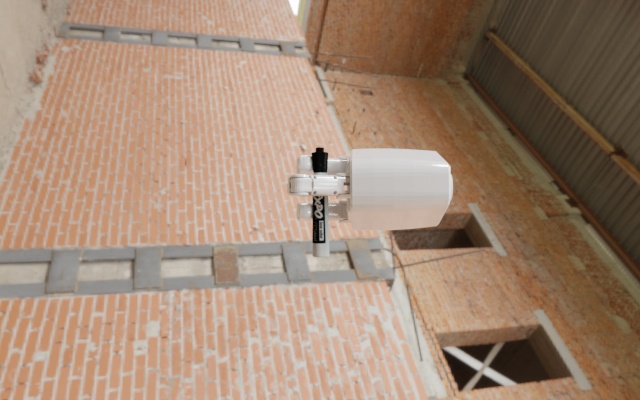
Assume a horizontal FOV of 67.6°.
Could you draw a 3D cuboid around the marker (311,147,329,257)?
[{"bbox_3d":[0.000,0.002,0.529,0.020,0.121,0.020,0,-1,0],"label":"marker"}]
